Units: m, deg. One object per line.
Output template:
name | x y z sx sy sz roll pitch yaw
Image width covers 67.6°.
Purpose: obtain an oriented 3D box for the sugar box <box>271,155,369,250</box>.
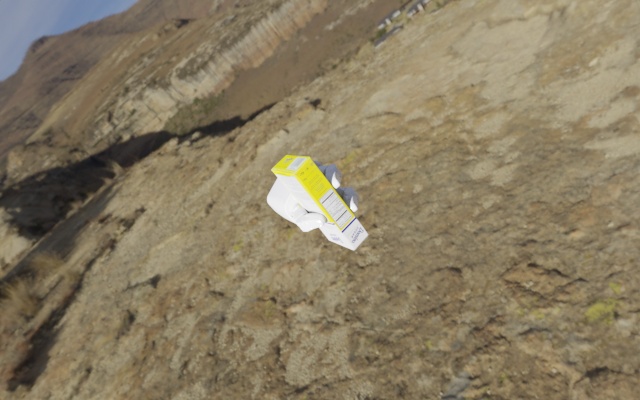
sugar box | 0.000 0.002 0.808 0.176 0.048 0.093 49 -16 -25
